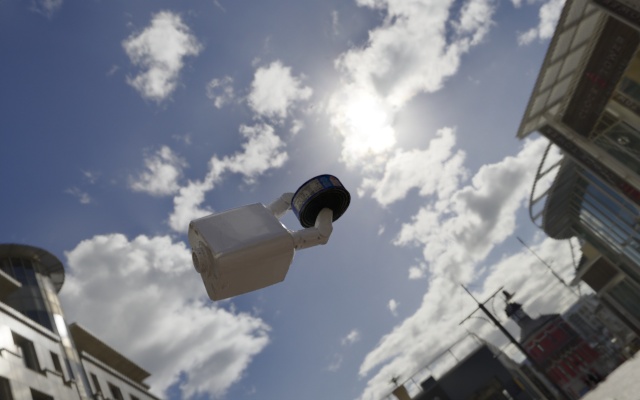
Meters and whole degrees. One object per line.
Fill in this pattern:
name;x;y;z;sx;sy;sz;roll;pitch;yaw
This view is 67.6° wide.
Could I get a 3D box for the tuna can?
tuna can;0.000;0.002;0.711;0.086;0.086;0.033;0;43;-40
